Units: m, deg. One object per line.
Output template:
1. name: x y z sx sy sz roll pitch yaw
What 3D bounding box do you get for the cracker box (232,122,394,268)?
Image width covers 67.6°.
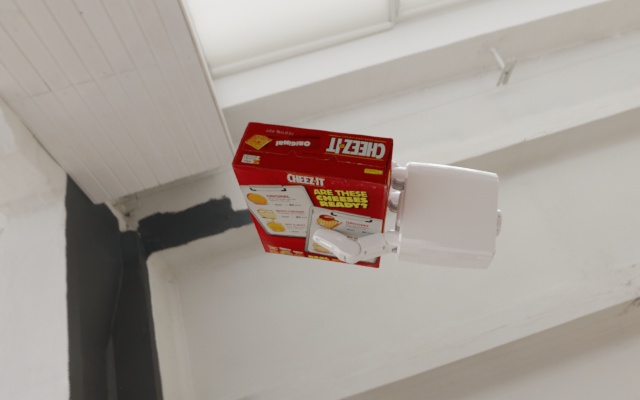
1. cracker box: 0.000 0.002 0.585 0.164 0.072 0.214 7 -30 9
